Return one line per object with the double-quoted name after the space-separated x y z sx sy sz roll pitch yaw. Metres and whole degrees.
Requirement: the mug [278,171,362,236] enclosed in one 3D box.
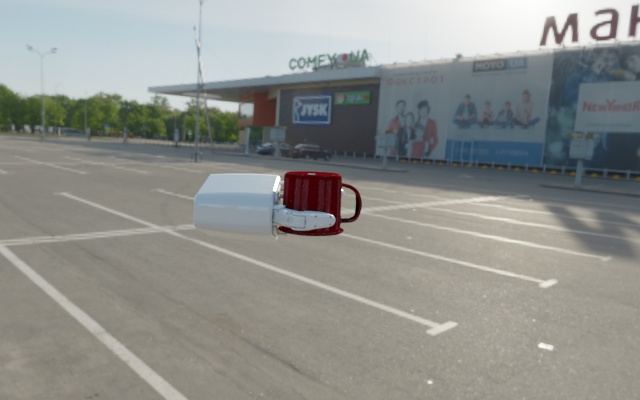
0.002 0.002 0.672 0.117 0.081 0.093 2 7 0 "mug"
